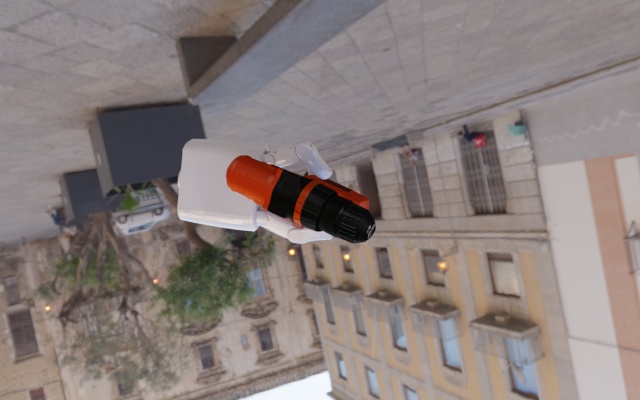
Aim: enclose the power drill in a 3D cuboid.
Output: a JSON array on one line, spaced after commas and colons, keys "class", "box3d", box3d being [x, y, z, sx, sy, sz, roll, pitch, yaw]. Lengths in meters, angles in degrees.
[{"class": "power drill", "box3d": [0.000, 0.002, 0.589, 0.184, 0.057, 0.187, 26, 4, 20]}]
